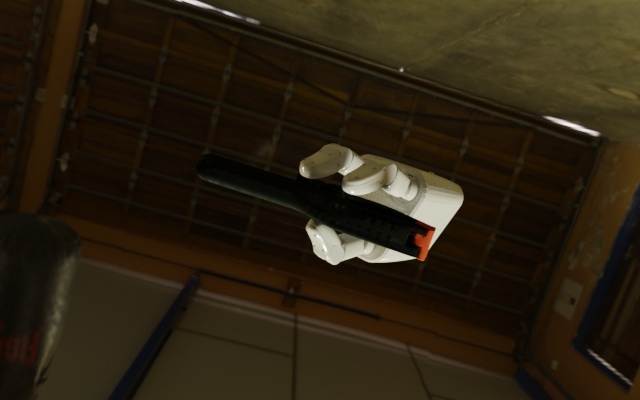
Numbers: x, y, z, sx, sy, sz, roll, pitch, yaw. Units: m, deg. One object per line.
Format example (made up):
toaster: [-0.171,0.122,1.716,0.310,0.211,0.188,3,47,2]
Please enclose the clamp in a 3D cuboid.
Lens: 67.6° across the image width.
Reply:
clamp: [0.000,0.002,0.436,0.210,0.036,0.164,24,10,39]
